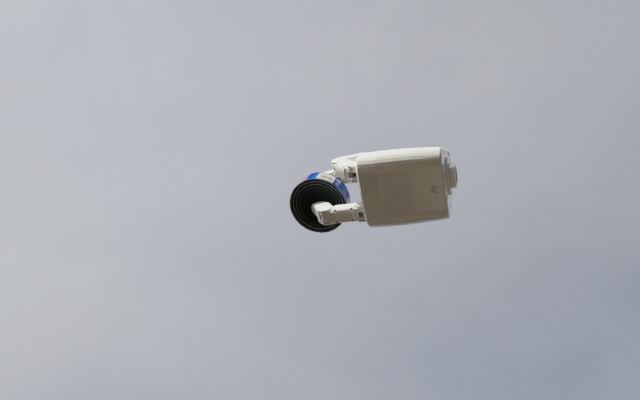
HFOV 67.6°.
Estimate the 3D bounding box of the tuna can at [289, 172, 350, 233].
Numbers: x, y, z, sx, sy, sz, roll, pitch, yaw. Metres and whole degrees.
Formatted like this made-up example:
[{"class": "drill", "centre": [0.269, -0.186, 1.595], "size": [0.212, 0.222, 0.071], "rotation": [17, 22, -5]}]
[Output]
[{"class": "tuna can", "centre": [0.000, 0.002, 0.704], "size": [0.086, 0.086, 0.033], "rotation": [0, 23, 17]}]
